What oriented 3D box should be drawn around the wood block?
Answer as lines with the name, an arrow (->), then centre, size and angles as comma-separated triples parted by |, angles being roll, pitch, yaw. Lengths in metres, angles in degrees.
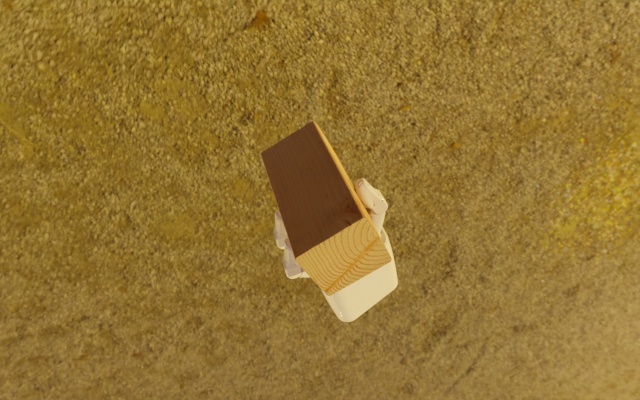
wood block -> 0.001, 0.002, 0.606 | 0.091, 0.206, 0.090 | -31, -48, 6
